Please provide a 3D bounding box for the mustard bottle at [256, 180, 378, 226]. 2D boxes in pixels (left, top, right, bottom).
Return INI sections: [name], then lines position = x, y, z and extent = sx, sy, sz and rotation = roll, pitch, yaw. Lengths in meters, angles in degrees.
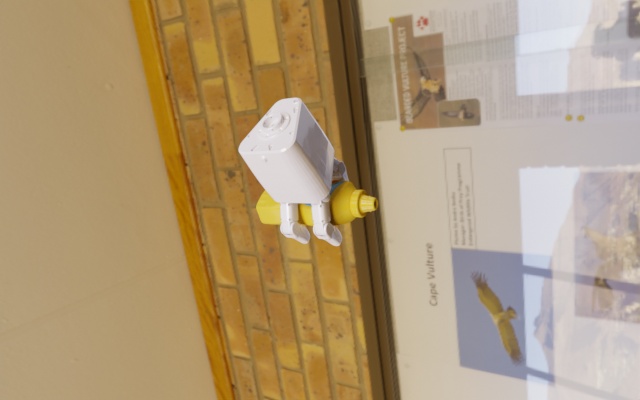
[mustard bottle]
position = 0.000, 0.003, 0.747
extent = 0.191, 0.058, 0.096
rotation = 1, 29, 33
